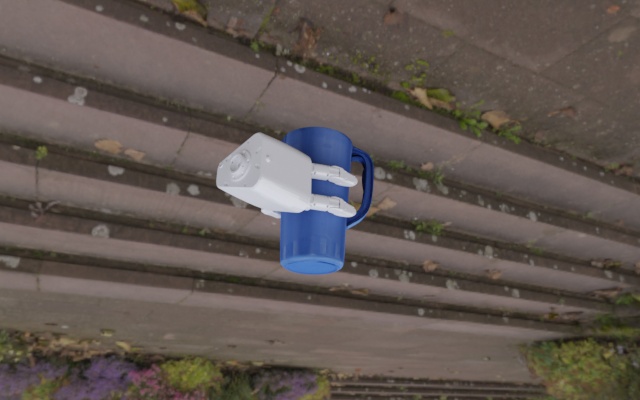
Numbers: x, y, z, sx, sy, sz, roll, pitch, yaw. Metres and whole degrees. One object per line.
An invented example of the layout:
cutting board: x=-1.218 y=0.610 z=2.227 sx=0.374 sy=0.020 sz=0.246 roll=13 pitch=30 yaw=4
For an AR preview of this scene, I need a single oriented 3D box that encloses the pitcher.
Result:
pitcher: x=0.000 y=0.003 z=0.847 sx=0.149 sy=0.242 sz=0.145 roll=-15 pitch=-27 yaw=36
